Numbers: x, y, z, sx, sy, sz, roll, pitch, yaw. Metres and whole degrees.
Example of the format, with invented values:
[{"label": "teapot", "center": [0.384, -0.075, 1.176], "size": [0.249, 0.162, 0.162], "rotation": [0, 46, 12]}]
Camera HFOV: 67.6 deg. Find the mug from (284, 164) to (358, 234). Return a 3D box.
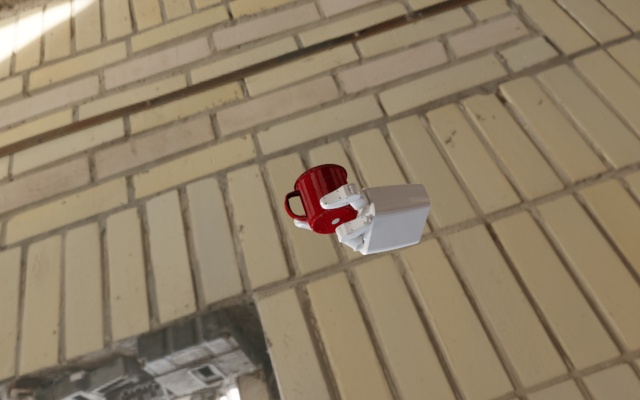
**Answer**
[{"label": "mug", "center": [-0.001, 0.003, 0.769], "size": [0.117, 0.081, 0.093], "rotation": [-9, -33, -17]}]
